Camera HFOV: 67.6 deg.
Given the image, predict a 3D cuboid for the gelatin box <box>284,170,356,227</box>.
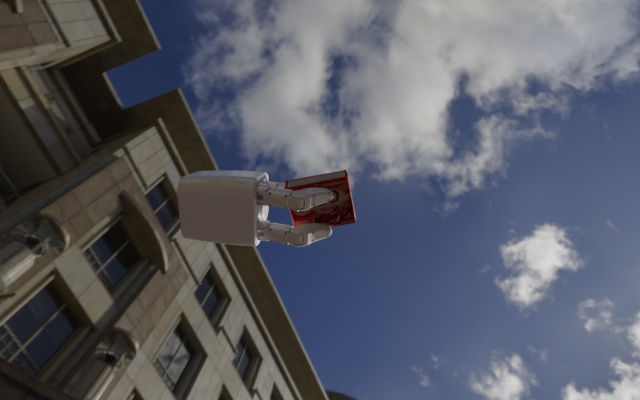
[{"bbox_3d":[0.000,0.002,0.670,0.089,0.073,0.030,-10,25,4],"label":"gelatin box"}]
